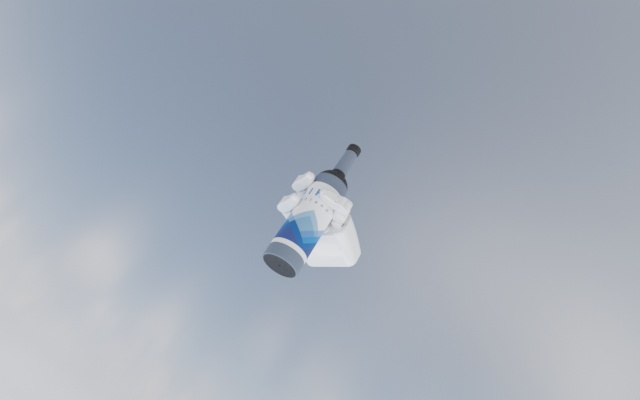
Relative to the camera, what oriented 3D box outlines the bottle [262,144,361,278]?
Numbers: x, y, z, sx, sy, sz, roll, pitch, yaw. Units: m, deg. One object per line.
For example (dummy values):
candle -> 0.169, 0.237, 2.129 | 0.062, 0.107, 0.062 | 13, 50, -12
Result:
bottle -> 0.000, 0.003, 0.860 | 0.069, 0.295, 0.069 | 23, -34, 16
